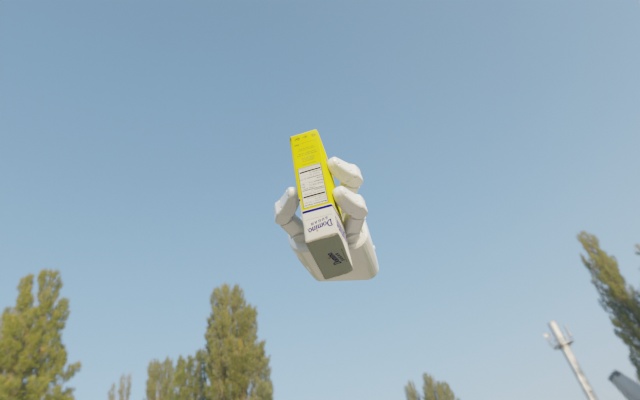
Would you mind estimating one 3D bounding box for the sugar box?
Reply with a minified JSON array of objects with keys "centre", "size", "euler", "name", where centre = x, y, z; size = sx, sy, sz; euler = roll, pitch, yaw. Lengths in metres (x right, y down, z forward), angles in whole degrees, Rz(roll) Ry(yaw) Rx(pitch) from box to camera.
[{"centre":[0.001,0.002,0.616],"size":[0.048,0.176,0.093],"euler":[-18,-39,4],"name":"sugar box"}]
